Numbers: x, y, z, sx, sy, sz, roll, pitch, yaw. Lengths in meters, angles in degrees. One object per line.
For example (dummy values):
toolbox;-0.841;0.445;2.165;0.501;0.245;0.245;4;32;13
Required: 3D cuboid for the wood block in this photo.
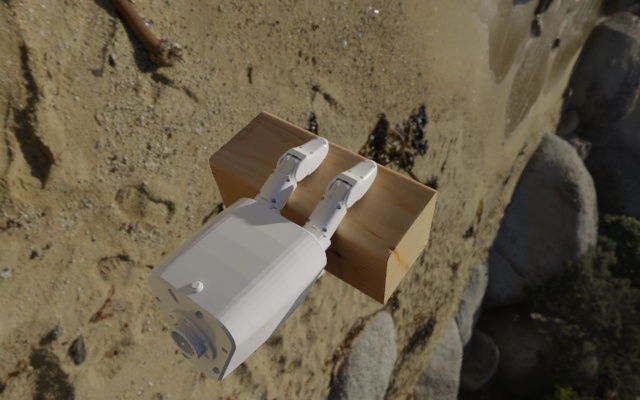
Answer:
wood block;0.000;0.002;0.484;0.206;0.090;0.091;28;-30;24
